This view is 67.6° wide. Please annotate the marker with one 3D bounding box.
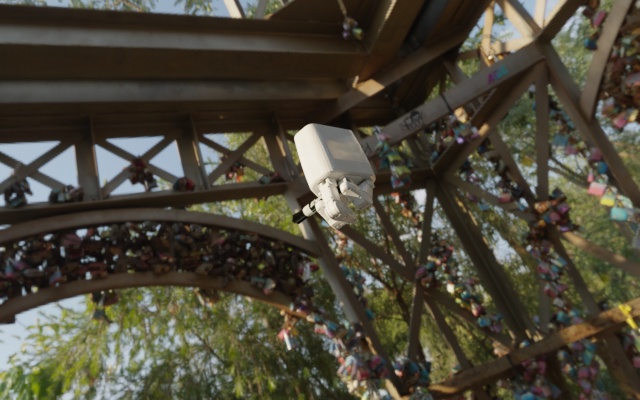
[{"bbox_3d":[0.000,0.003,0.766,0.121,0.020,0.020,-36,-17,25],"label":"marker"}]
